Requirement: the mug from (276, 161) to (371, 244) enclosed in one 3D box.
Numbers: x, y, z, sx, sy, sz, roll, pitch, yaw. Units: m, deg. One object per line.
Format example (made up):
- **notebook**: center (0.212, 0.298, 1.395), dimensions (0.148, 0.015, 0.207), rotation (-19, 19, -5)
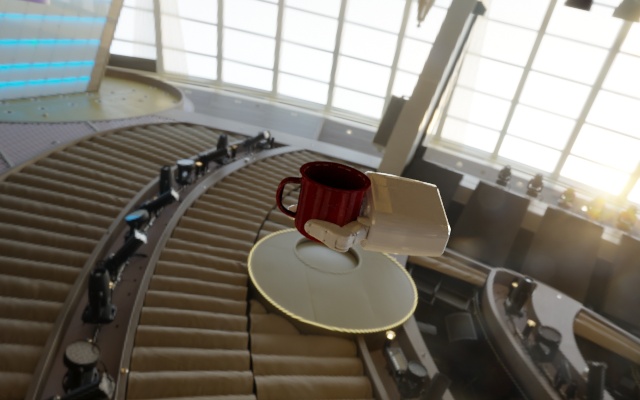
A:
- **mug**: center (-0.001, 0.002, 0.620), dimensions (0.117, 0.081, 0.093), rotation (8, 25, -9)
